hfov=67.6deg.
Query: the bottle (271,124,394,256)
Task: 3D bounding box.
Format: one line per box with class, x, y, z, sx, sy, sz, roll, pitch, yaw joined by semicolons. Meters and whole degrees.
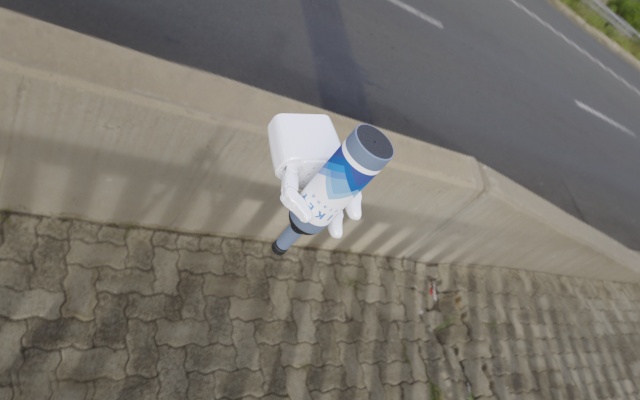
bottle;0.000;0.002;0.752;0.069;0.069;0.296;0;-35;-38
